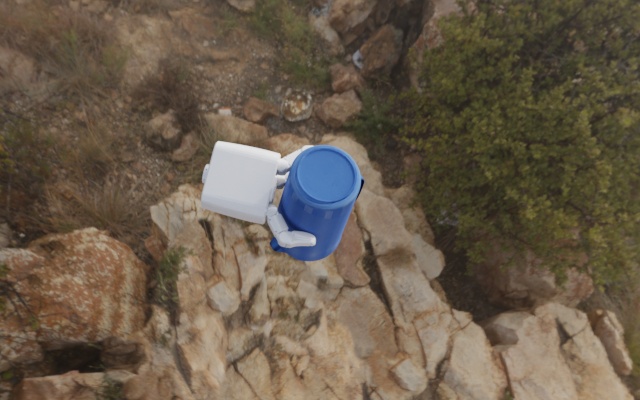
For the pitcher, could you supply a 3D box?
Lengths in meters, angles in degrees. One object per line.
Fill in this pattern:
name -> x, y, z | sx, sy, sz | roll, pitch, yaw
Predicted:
pitcher -> 0.000, 0.003, 0.811 | 0.145, 0.149, 0.243 | 14, -24, -3
